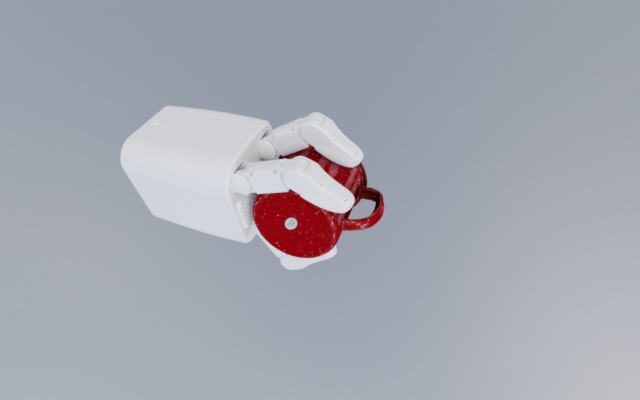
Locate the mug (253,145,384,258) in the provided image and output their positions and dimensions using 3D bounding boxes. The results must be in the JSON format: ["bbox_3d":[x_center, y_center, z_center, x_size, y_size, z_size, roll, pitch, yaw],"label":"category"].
[{"bbox_3d":[0.001,0.002,0.440,0.117,0.093,0.081,12,41,13],"label":"mug"}]
